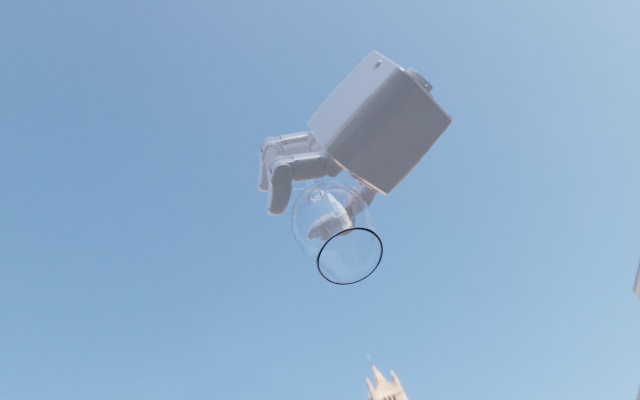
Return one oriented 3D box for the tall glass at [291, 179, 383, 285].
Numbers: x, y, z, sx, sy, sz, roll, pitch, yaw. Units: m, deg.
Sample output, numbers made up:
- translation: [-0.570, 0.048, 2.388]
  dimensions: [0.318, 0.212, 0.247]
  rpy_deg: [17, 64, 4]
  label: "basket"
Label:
- translation: [0.000, 0.001, 0.502]
  dimensions: [0.079, 0.079, 0.201]
  rpy_deg: [0, 30, -18]
  label: "tall glass"
